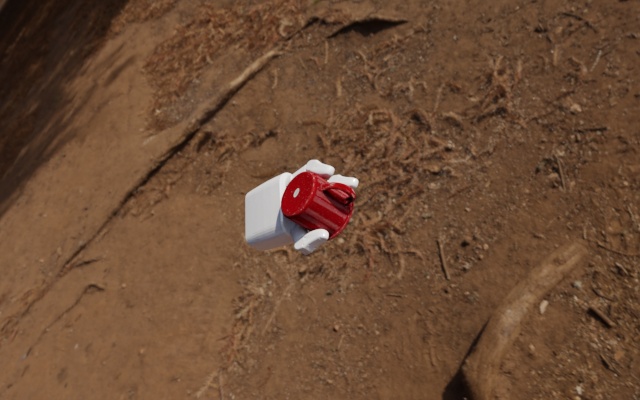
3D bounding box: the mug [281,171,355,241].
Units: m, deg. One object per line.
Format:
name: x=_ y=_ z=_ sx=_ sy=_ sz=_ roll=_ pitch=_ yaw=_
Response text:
mug: x=0.001 y=0.002 z=0.742 sx=0.081 sy=0.093 sz=0.117 roll=31 pitch=-38 yaw=-34
